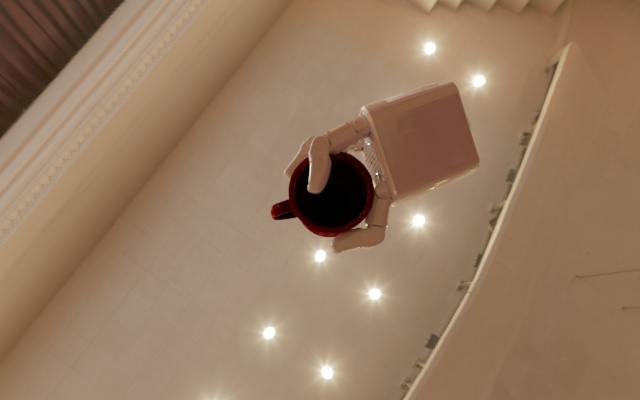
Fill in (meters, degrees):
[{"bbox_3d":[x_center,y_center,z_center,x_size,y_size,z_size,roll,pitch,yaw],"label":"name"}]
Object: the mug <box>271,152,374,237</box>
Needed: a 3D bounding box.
[{"bbox_3d":[-0.001,0.002,0.553,0.117,0.093,0.081,-18,-11,-4],"label":"mug"}]
